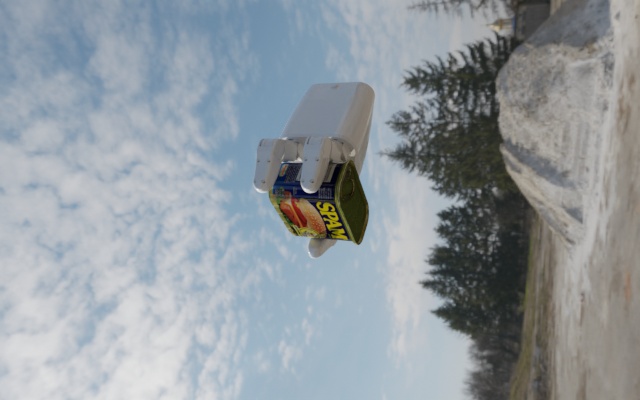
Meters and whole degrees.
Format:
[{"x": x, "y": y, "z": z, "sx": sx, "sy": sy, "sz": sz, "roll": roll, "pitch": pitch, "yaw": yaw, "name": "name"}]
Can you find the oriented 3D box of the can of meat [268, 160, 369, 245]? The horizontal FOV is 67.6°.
[{"x": 0.000, "y": 0.002, "z": 0.532, "sx": 0.084, "sy": 0.057, "sz": 0.102, "roll": 4, "pitch": -36, "yaw": 23, "name": "can of meat"}]
